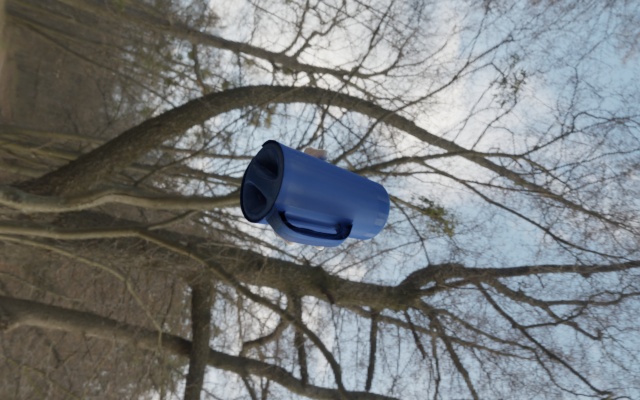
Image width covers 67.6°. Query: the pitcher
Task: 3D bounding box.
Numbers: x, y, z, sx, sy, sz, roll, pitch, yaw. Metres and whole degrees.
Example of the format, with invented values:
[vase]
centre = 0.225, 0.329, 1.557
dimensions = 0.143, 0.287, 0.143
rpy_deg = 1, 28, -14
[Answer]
[pitcher]
centre = 0.000, 0.003, 0.797
dimensions = 0.243, 0.149, 0.145
rpy_deg = 15, -6, -34
